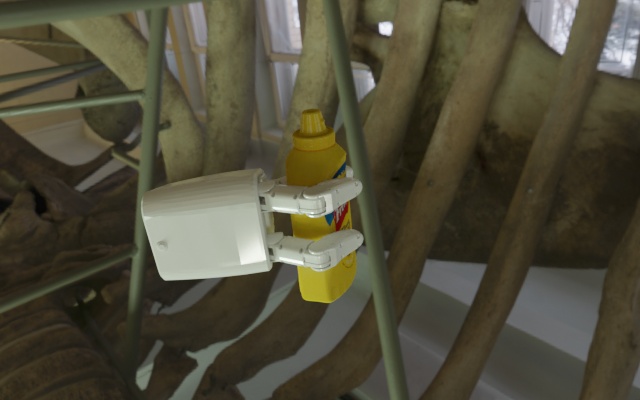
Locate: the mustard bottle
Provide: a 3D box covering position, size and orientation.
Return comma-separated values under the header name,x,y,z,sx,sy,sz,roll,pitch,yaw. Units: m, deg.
name,x,y,z,sx,sy,sz,roll,pitch,yaw
mustard bottle,0.000,0.002,0.490,0.058,0.192,0.096,3,27,20
